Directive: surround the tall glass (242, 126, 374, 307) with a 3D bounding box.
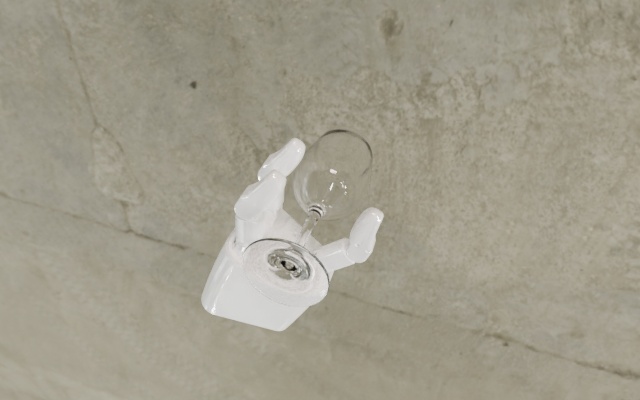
[{"bbox_3d":[0.000,0.002,0.455,0.079,0.079,0.201,0,36,21],"label":"tall glass"}]
